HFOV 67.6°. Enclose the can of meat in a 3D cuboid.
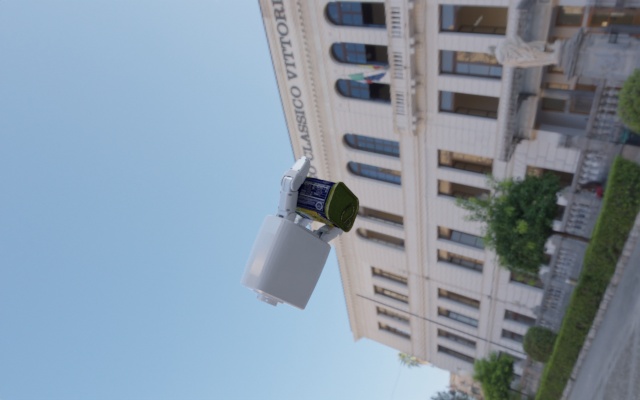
[{"bbox_3d":[0.000,0.002,0.718,0.084,0.057,0.102,14,-13,28],"label":"can of meat"}]
